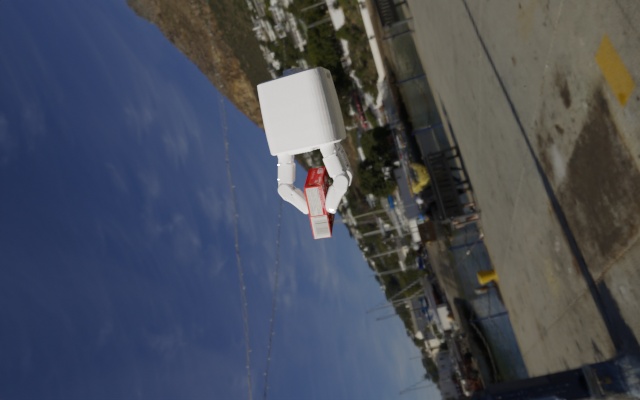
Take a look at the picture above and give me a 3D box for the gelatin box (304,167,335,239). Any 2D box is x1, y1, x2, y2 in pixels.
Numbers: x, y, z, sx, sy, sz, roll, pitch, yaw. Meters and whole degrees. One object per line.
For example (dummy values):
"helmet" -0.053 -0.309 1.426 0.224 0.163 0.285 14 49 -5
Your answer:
"gelatin box" 0.000 0.003 0.728 0.030 0.089 0.073 -7 23 9
